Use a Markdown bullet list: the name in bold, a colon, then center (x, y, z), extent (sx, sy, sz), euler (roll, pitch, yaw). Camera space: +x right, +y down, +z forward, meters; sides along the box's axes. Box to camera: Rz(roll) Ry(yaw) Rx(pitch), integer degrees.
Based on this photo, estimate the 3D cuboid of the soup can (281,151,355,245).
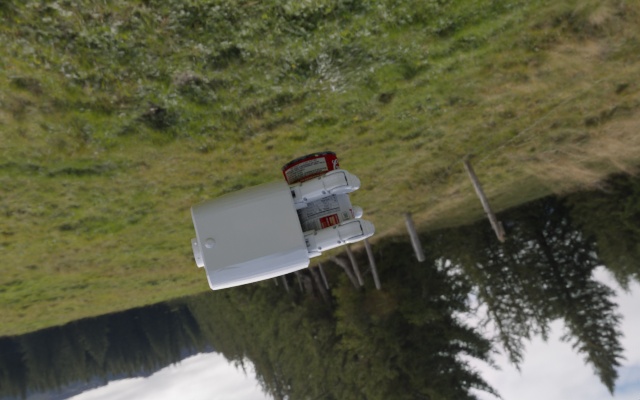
- **soup can**: center (0.001, 0.002, 0.558), extent (0.068, 0.102, 0.068), euler (-16, -9, -3)
